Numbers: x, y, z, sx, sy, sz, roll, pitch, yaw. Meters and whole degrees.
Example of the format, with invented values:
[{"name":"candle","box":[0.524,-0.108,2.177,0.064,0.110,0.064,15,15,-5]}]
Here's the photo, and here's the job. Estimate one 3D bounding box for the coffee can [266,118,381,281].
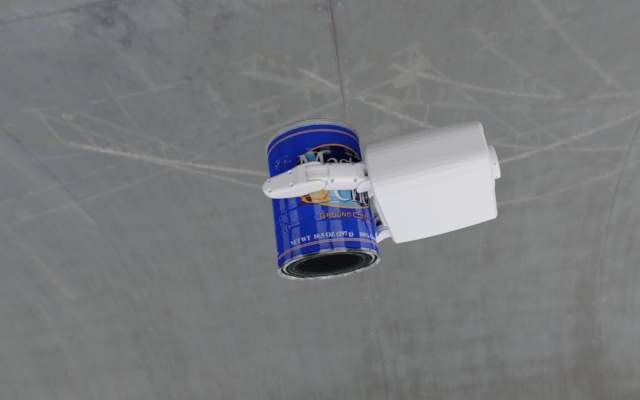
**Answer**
[{"name":"coffee can","box":[0.000,0.002,0.496,0.103,0.140,0.103,-7,-22,-3]}]
